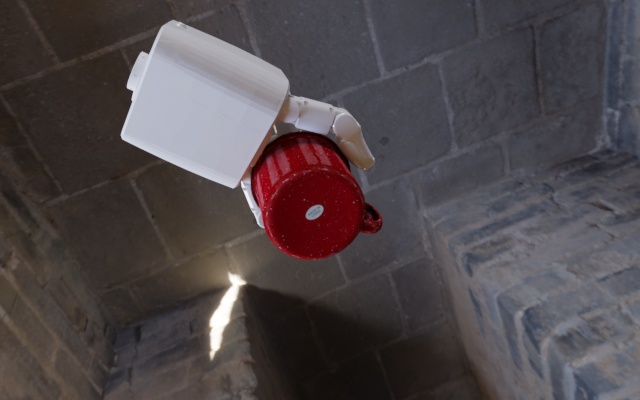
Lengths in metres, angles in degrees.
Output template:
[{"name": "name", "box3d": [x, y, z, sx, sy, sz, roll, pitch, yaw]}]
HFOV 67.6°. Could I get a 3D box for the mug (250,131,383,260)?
[{"name": "mug", "box3d": [0.001, 0.002, 0.404, 0.117, 0.093, 0.081, 23, 17, -19]}]
